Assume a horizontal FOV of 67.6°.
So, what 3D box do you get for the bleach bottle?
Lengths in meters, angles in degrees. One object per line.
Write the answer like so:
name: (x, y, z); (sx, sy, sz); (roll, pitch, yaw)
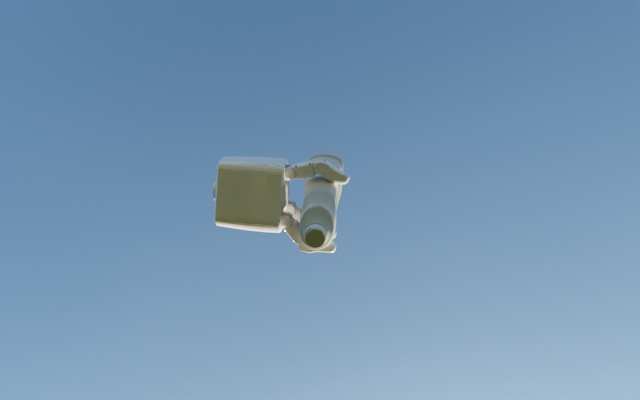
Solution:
bleach bottle: (0.000, 0.003, 0.767); (0.068, 0.103, 0.250); (4, 20, 2)
